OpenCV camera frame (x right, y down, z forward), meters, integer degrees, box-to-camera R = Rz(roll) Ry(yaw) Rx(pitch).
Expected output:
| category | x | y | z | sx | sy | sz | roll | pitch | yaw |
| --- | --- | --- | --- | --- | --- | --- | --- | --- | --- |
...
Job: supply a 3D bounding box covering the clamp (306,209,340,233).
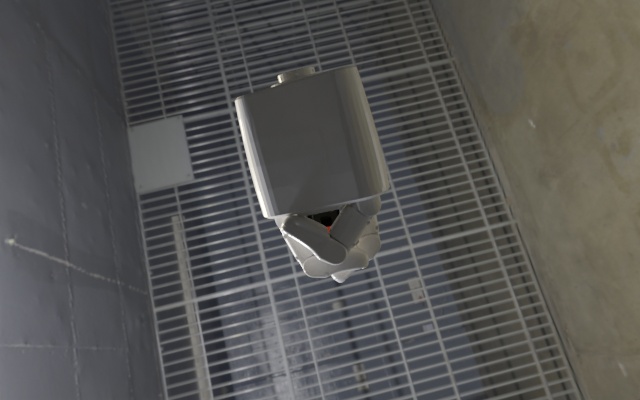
| category | x | y | z | sx | sy | sz | roll | pitch | yaw |
| --- | --- | --- | --- | --- | --- | --- | --- | --- | --- |
| clamp | 0.000 | 0.002 | 0.517 | 0.039 | 0.120 | 0.171 | -17 | 10 | -3 |
